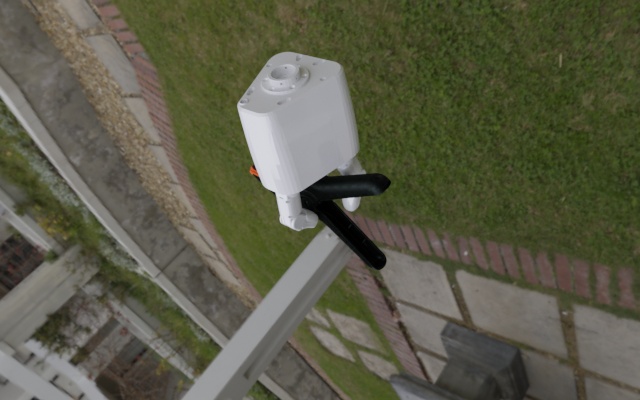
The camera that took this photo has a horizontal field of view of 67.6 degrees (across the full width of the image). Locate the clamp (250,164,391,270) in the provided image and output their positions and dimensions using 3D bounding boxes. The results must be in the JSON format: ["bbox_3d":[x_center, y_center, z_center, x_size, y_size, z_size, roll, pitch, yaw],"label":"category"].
[{"bbox_3d":[-0.001,0.002,0.599,0.210,0.165,0.036,23,54,31],"label":"clamp"}]
